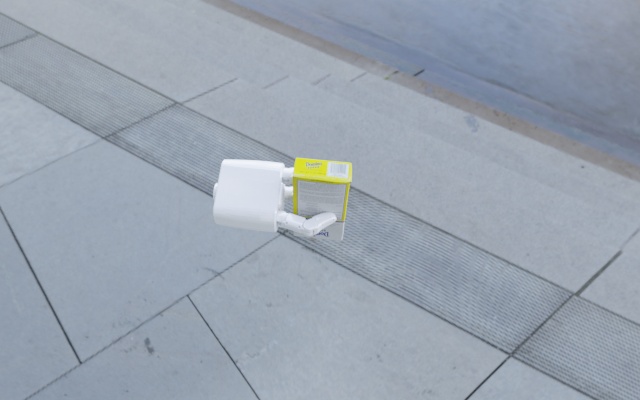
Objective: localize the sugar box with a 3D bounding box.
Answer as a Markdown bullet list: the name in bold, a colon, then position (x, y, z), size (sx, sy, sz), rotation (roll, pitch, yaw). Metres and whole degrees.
- **sugar box**: position (0.000, 0.002, 0.819), size (0.093, 0.048, 0.176), rotation (6, -34, 1)
